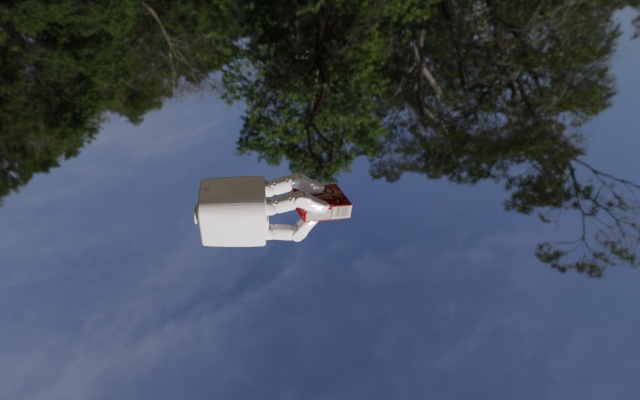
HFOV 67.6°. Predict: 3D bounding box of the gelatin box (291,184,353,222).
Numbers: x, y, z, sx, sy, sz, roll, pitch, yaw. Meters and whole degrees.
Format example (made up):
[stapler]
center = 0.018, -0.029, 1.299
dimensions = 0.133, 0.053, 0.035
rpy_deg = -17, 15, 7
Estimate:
[gelatin box]
center = 0.000, 0.003, 0.823
dimensions = 0.089, 0.030, 0.073
rpy_deg = -5, 33, -22
